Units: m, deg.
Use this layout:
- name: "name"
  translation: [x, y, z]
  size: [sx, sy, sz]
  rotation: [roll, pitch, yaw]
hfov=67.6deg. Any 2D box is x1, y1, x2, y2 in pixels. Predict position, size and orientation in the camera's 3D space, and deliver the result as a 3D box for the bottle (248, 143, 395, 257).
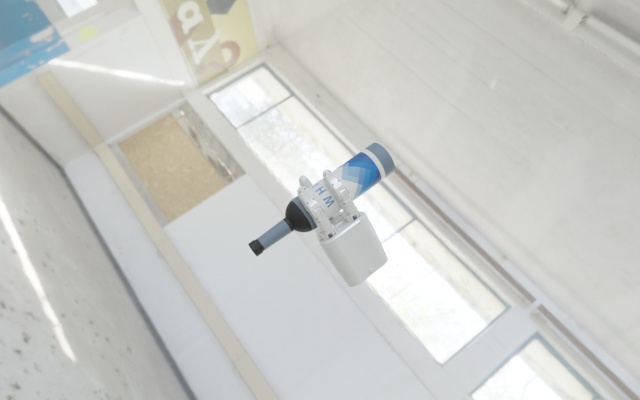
- name: "bottle"
  translation: [0.000, 0.003, 0.852]
  size: [0.295, 0.069, 0.069]
  rotation: [-35, 9, -14]
